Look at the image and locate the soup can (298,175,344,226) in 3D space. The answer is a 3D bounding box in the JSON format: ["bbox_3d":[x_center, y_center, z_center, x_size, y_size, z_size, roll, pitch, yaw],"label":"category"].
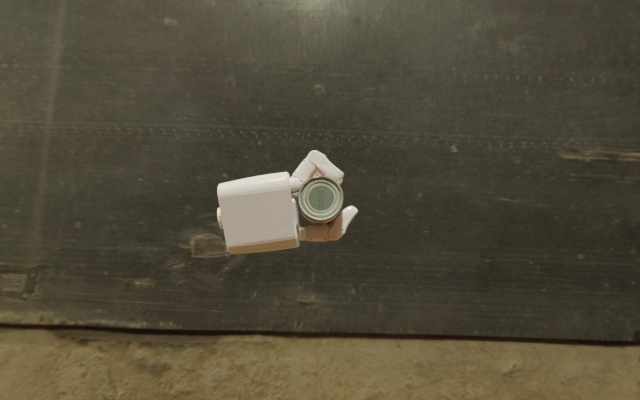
[{"bbox_3d":[0.001,0.002,0.723,0.068,0.068,0.102,0,-7,0],"label":"soup can"}]
